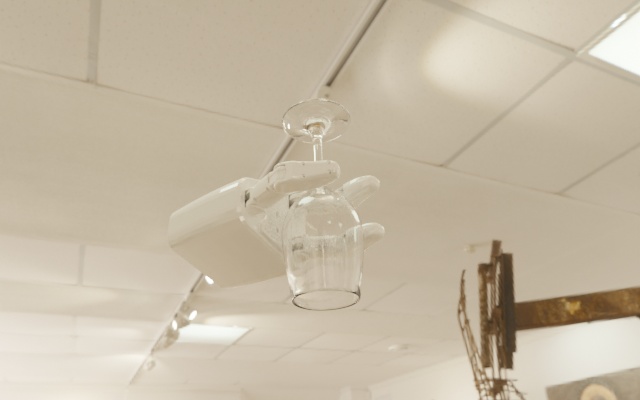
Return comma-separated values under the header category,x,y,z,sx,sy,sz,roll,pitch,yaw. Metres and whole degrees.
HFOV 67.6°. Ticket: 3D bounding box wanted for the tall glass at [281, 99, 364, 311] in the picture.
category,x,y,z,sx,sy,sz,roll,pitch,yaw
tall glass,0.000,0.001,0.469,0.079,0.201,0.079,-3,-29,-1
